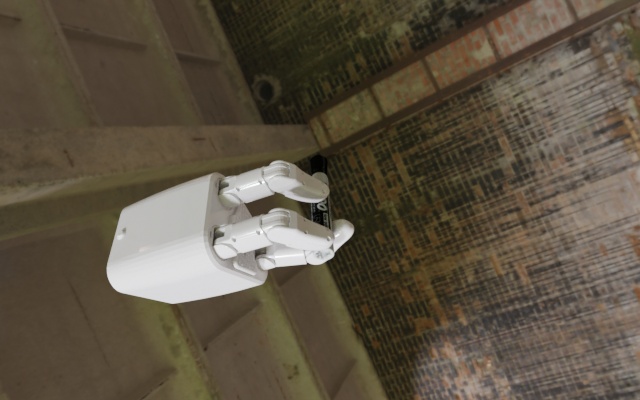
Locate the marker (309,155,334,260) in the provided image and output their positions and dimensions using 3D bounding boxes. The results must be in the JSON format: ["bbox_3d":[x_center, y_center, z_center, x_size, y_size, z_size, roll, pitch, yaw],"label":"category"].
[{"bbox_3d":[0.000,0.001,0.453,0.020,0.121,0.020,-2,-40,-2],"label":"marker"}]
